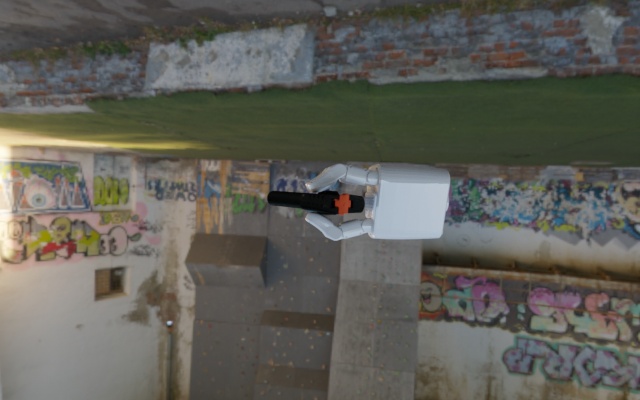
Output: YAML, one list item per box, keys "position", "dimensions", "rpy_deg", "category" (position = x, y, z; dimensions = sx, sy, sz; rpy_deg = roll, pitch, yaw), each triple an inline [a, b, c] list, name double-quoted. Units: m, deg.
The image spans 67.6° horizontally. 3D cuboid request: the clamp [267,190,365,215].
- position: [0.000, 0.003, 0.720]
  dimensions: [0.164, 0.036, 0.210]
  rpy_deg: [3, 1, -5]
  category: "clamp"
